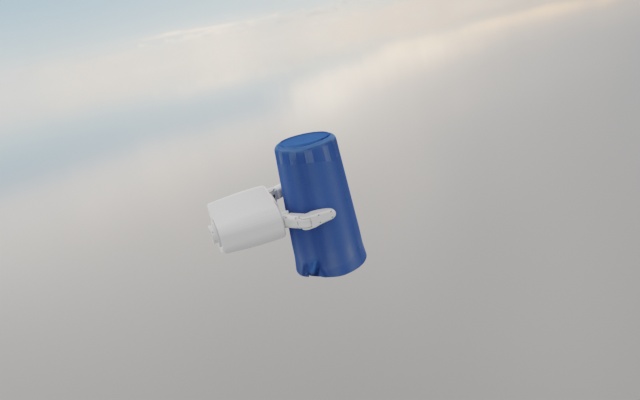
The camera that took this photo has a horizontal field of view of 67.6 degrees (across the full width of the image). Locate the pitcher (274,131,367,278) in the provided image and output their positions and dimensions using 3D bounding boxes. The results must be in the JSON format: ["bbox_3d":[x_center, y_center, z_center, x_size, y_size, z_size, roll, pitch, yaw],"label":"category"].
[{"bbox_3d":[0.000,0.003,0.855,0.145,0.243,0.149,-18,20,-16],"label":"pitcher"}]
